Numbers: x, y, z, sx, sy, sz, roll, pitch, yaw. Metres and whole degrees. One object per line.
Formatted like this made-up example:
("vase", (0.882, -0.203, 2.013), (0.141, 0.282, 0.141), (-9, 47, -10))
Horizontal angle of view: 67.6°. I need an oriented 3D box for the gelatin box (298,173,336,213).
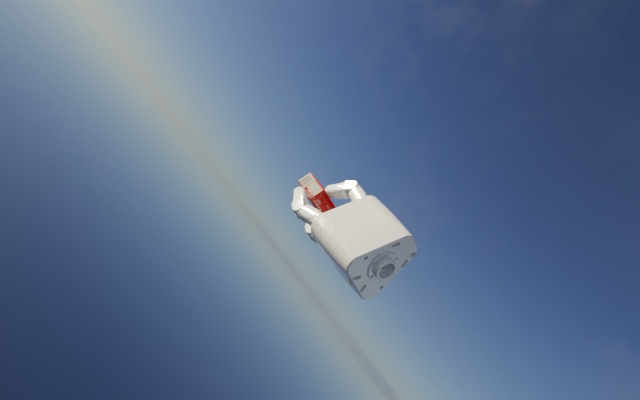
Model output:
("gelatin box", (0.000, 0.002, 0.792), (0.030, 0.073, 0.089), (-33, 28, -2))
